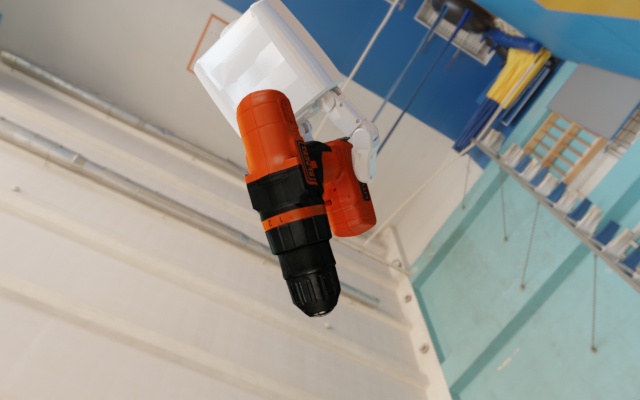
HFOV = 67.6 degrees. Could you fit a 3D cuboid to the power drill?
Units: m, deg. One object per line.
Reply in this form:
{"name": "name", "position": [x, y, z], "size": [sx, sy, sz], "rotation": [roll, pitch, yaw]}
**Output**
{"name": "power drill", "position": [0.000, 0.001, 0.441], "size": [0.057, 0.184, 0.187], "rotation": [-17, -6, 18]}
